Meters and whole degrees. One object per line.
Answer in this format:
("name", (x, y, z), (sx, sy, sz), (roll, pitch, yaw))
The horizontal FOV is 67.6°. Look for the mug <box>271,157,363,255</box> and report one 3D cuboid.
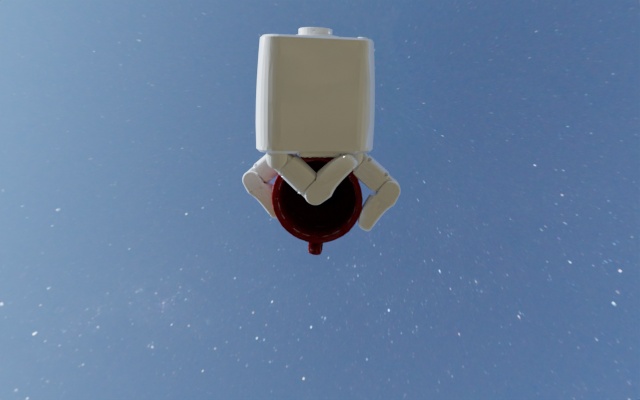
("mug", (0.000, 0.003, 0.526), (0.093, 0.117, 0.081), (3, 14, 6))
